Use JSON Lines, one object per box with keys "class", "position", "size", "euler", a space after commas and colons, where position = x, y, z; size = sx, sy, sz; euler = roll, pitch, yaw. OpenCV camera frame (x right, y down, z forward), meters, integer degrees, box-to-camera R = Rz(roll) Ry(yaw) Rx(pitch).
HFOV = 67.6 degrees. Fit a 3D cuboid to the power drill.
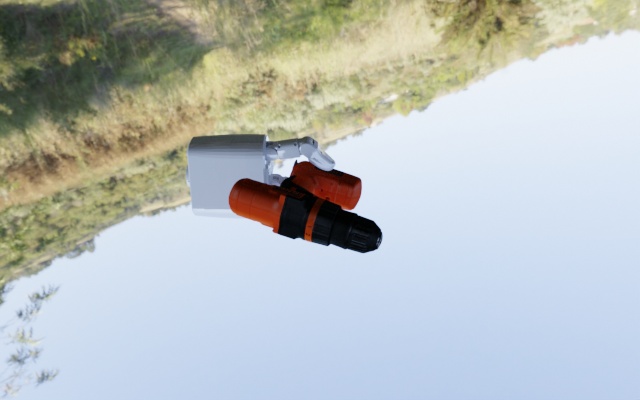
{"class": "power drill", "position": [0.000, 0.002, 0.611], "size": [0.184, 0.057, 0.187], "euler": [19, 16, 11]}
